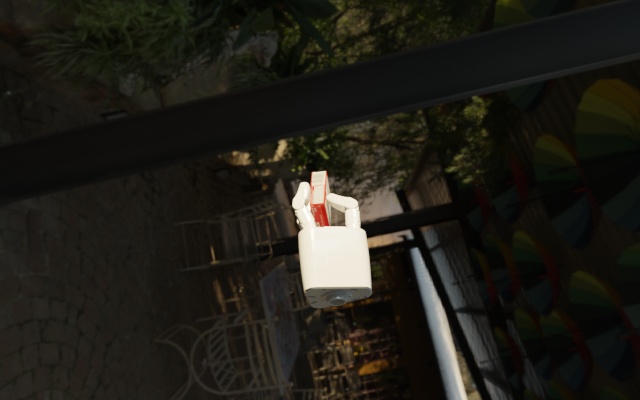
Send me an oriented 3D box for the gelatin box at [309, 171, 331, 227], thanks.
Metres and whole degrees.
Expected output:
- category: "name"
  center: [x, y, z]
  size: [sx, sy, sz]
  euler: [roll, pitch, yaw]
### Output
- category: "gelatin box"
  center: [0.001, 0.003, 0.868]
  size: [0.030, 0.089, 0.073]
  euler: [-4, -45, 8]
